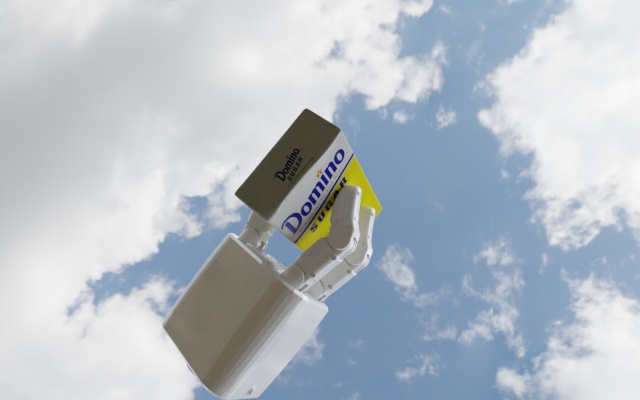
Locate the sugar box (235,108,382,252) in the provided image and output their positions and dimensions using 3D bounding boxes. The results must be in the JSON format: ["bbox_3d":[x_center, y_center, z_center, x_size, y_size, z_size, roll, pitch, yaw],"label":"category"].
[{"bbox_3d":[0.000,0.002,0.442,0.048,0.093,0.176,36,-6,24],"label":"sugar box"}]
